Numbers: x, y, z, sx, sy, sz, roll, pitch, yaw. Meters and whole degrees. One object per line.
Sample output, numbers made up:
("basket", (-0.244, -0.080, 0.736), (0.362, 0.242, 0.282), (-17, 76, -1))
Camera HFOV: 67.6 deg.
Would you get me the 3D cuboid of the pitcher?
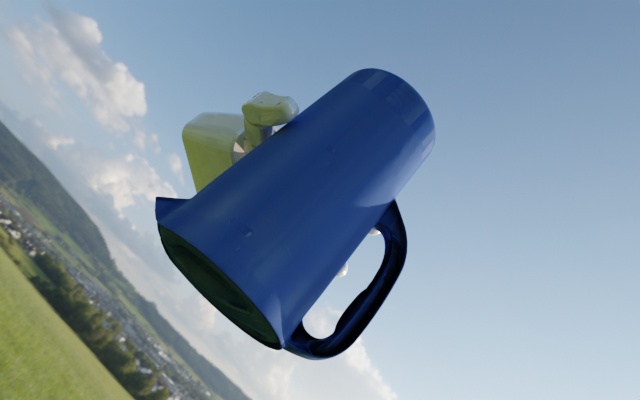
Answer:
("pitcher", (0.000, 0.001, 0.409), (0.145, 0.149, 0.242), (17, 53, 44))
